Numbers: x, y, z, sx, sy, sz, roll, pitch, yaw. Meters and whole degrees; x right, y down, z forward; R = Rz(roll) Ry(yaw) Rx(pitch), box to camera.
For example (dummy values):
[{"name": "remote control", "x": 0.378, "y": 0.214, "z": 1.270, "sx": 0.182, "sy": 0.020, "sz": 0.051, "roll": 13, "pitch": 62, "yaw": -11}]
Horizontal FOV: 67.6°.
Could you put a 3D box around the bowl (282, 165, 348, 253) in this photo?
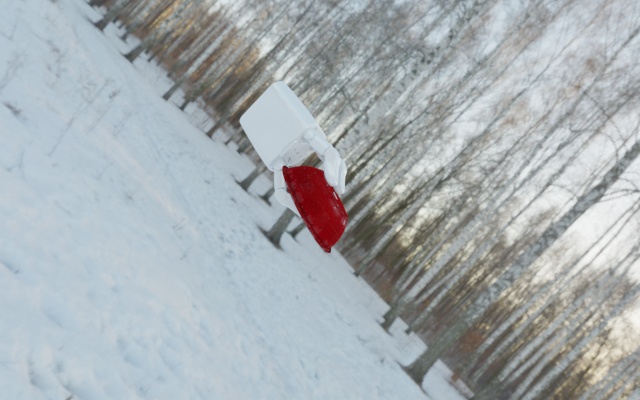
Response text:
[{"name": "bowl", "x": 0.001, "y": 0.004, "z": 0.776, "sx": 0.055, "sy": 0.162, "sz": 0.162, "roll": -27, "pitch": -4, "yaw": 7}]
